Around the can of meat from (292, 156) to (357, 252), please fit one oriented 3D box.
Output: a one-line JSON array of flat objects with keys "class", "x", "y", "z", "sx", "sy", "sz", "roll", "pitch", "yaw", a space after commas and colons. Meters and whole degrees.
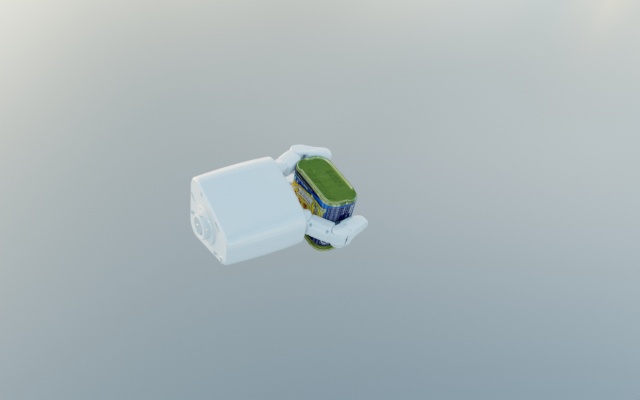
[{"class": "can of meat", "x": 0.000, "y": 0.002, "z": 0.640, "sx": 0.057, "sy": 0.084, "sz": 0.102, "roll": -15, "pitch": 48, "yaw": -30}]
